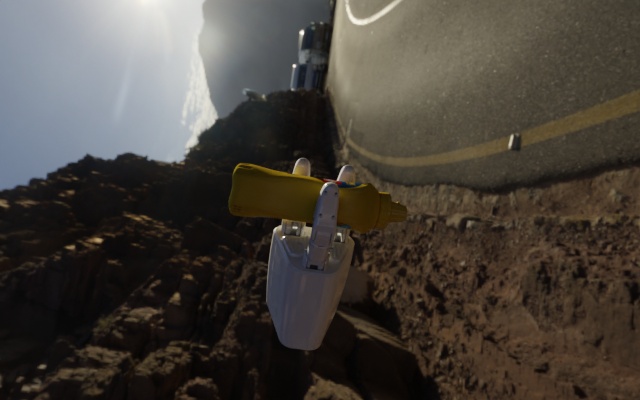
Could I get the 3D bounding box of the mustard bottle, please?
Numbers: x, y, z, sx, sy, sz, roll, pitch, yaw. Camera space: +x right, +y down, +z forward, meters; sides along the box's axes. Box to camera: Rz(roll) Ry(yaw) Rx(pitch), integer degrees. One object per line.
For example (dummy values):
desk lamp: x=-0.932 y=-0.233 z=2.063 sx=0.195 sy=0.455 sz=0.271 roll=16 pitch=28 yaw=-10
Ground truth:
mustard bottle: x=0.000 y=0.001 z=0.526 sx=0.191 sy=0.058 sz=0.096 roll=9 pitch=-2 yaw=-4
